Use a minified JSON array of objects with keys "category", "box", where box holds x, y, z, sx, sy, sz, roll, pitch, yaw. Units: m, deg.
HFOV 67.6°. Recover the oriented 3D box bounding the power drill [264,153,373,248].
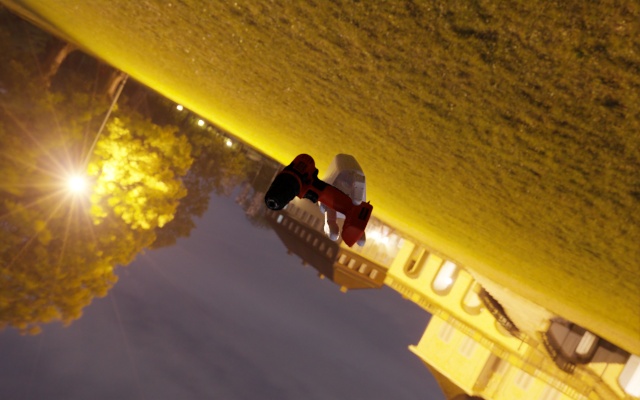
[{"category":"power drill","box":[0.001,0.003,0.880,0.187,0.057,0.184,37,35,-3]}]
